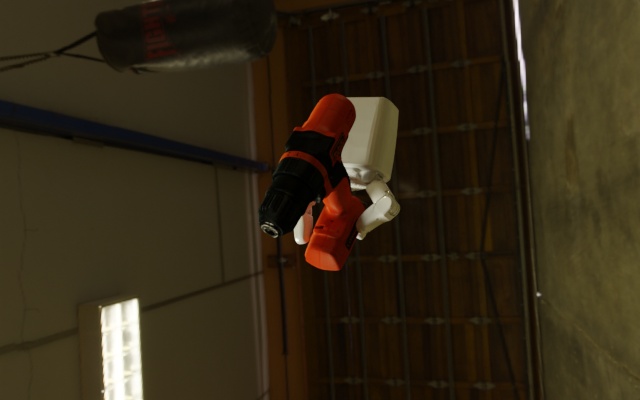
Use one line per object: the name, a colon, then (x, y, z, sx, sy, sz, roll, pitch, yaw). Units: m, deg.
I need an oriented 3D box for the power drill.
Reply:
power drill: (0.000, 0.002, 0.546, 0.057, 0.184, 0.188, 16, -33, 21)
